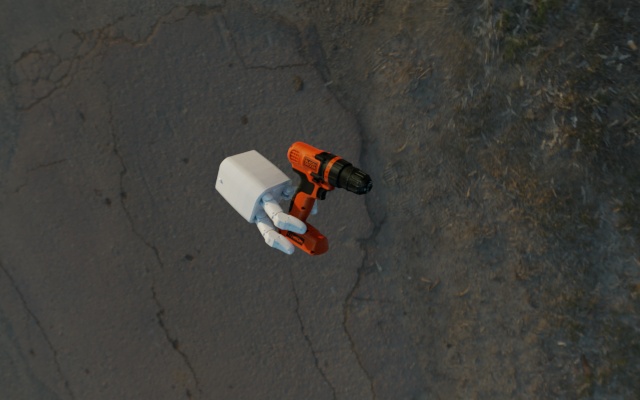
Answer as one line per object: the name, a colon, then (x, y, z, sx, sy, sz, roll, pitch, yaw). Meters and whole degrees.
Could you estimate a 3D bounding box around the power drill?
power drill: (0.000, 0.003, 0.886, 0.184, 0.188, 0.057, 29, 23, 34)
